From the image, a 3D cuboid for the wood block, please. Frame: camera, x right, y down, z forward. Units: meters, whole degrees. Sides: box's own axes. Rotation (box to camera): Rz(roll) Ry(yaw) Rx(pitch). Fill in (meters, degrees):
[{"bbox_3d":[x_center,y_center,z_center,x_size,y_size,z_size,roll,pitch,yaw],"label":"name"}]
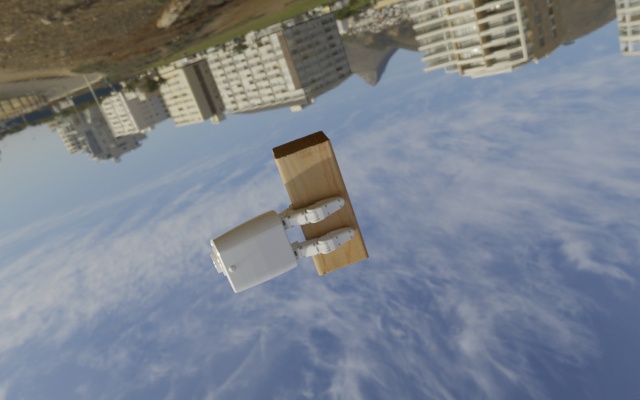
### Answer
[{"bbox_3d":[0.000,0.003,0.781,0.090,0.206,0.090,-20,20,-3],"label":"wood block"}]
